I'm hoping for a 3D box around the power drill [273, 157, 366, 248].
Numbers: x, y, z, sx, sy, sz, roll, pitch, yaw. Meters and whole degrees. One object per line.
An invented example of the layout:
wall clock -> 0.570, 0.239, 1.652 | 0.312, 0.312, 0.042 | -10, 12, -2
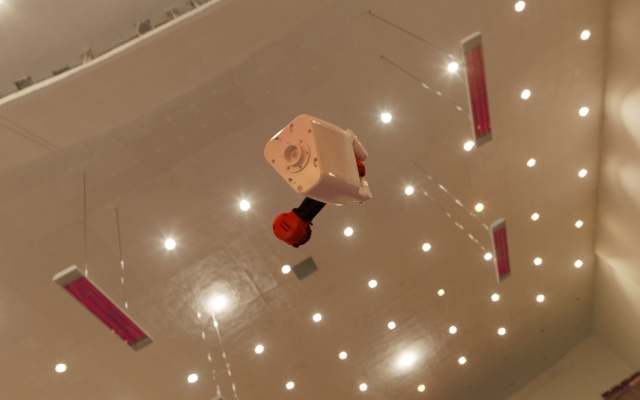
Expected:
power drill -> 0.000, 0.002, 0.832 | 0.057, 0.187, 0.184 | 39, -2, 8
